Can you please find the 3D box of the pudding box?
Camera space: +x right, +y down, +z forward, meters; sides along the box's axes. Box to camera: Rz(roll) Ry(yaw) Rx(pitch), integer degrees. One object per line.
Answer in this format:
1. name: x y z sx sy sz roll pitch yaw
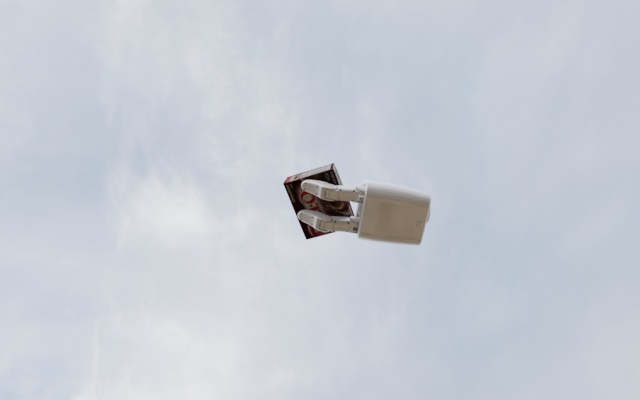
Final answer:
1. pudding box: 0.000 0.003 0.805 0.090 0.113 0.039 -16 18 14
